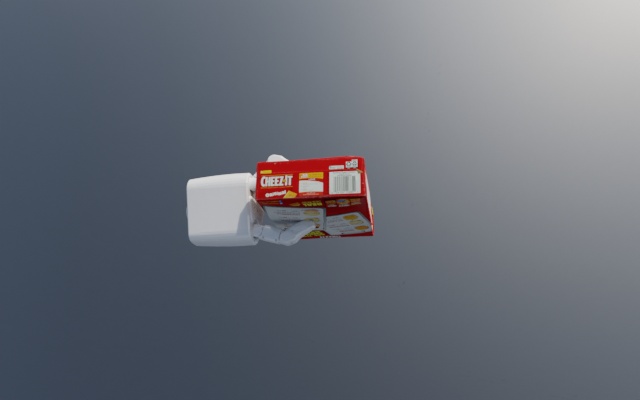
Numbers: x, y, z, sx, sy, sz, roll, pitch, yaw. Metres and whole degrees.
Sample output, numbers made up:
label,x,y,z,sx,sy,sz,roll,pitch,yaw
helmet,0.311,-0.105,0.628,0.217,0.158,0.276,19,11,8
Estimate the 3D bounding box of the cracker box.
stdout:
label,x,y,z,sx,sy,sz,roll,pitch,yaw
cracker box,0.000,0.003,0.787,0.164,0.072,0.214,-3,-20,8
